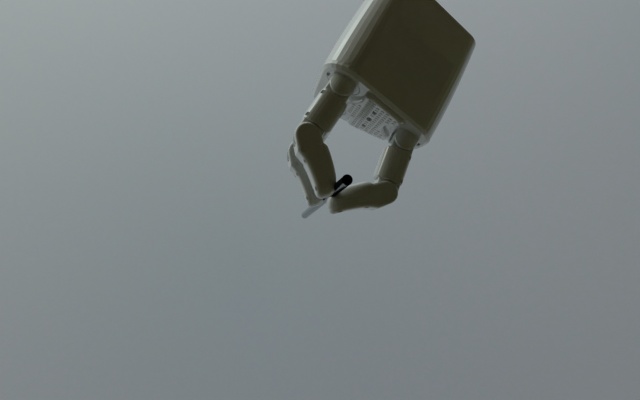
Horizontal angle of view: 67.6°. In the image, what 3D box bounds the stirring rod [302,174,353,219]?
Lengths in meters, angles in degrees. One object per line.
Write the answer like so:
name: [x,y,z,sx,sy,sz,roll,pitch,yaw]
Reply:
stirring rod: [0.000,0.001,0.457,0.011,0.011,0.239,0,-8,-9]
